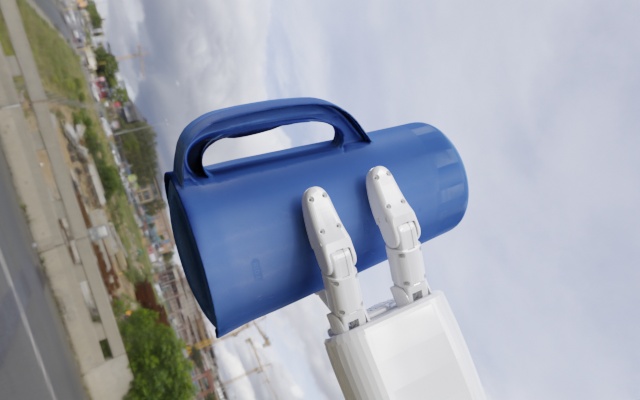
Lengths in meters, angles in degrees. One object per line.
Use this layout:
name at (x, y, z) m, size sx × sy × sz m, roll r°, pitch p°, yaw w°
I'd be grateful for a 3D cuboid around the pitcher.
pitcher at (0.000, 0.002, 0.402) m, size 0.243 × 0.145 × 0.149 m, roll -18°, pitch -13°, yaw -21°
